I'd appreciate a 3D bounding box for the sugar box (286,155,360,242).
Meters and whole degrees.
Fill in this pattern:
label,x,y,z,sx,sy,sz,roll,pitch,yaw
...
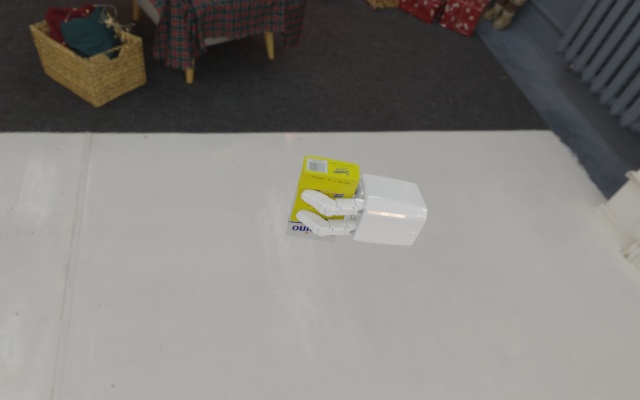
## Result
label,x,y,z,sx,sy,sz,roll,pitch,yaw
sugar box,0.000,0.003,0.821,0.093,0.048,0.176,10,-43,-7
